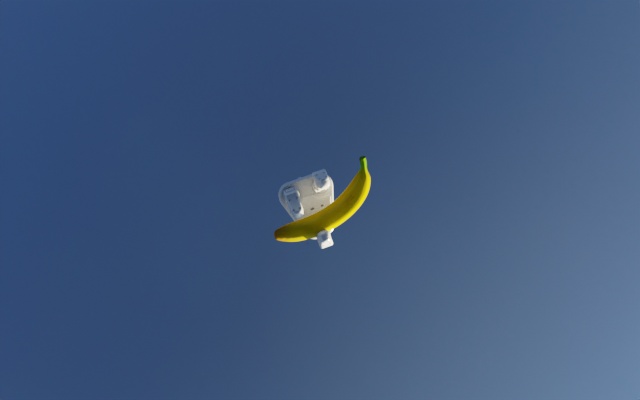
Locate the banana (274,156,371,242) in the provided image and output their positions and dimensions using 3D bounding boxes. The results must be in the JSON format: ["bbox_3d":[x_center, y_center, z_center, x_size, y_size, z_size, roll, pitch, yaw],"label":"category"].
[{"bbox_3d":[0.015,0.013,0.789,0.198,0.070,0.037,-42,17,3],"label":"banana"}]
